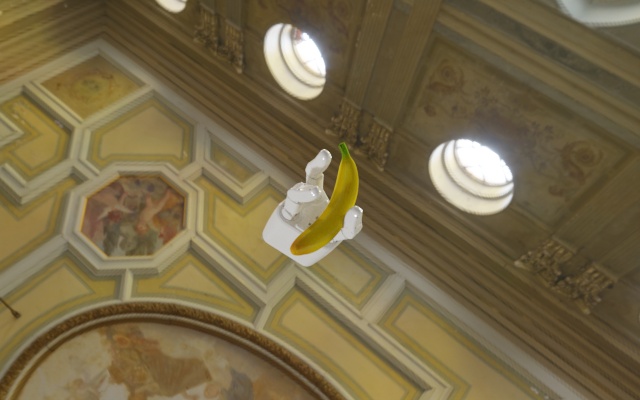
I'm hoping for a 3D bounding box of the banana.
[{"bbox_3d":[0.016,0.010,0.713,0.070,0.197,0.037,35,-30,-21],"label":"banana"}]
